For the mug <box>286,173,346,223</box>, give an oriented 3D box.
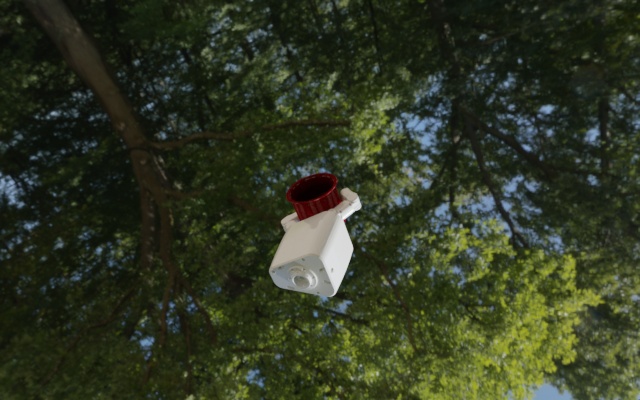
[{"bbox_3d":[0.001,0.002,0.856,0.093,0.081,0.117,-6,33,25],"label":"mug"}]
